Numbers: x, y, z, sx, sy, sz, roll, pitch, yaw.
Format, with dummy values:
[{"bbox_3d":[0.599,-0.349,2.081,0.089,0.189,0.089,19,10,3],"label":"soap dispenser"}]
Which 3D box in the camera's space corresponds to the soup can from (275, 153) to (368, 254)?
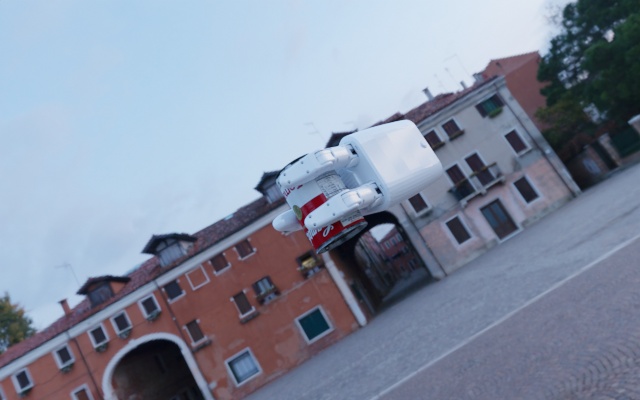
[{"bbox_3d":[0.000,0.002,0.557,0.068,0.102,0.068,-30,-12,-7],"label":"soup can"}]
